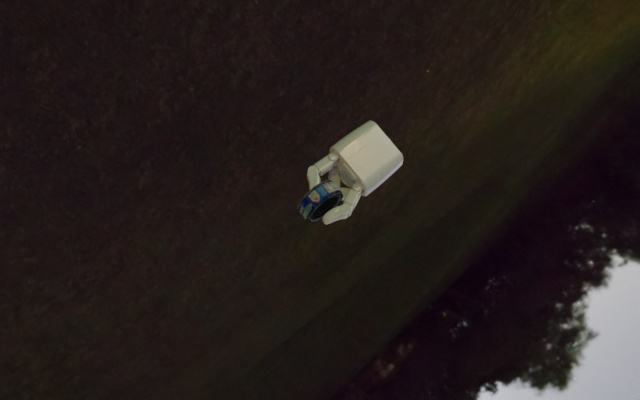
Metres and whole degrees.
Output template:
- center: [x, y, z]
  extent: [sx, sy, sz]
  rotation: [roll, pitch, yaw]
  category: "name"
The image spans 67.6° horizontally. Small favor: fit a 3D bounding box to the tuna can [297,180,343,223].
- center: [0.000, 0.003, 0.886]
  extent: [0.086, 0.033, 0.086]
  rotation: [-36, -19, -14]
  category: "tuna can"
